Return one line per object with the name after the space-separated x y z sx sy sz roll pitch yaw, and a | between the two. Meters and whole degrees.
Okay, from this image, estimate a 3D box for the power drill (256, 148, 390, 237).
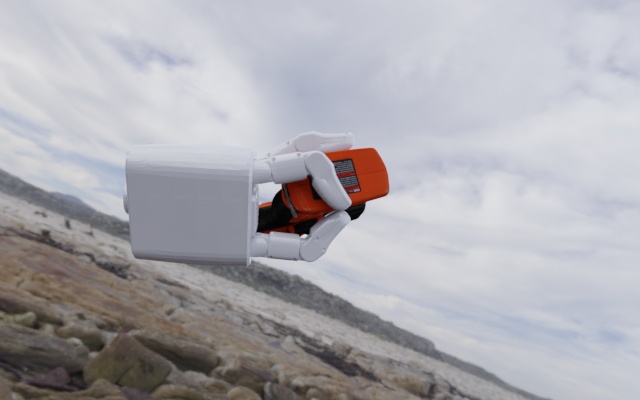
0.000 0.002 0.538 0.184 0.057 0.188 -13 -12 -25 | power drill
